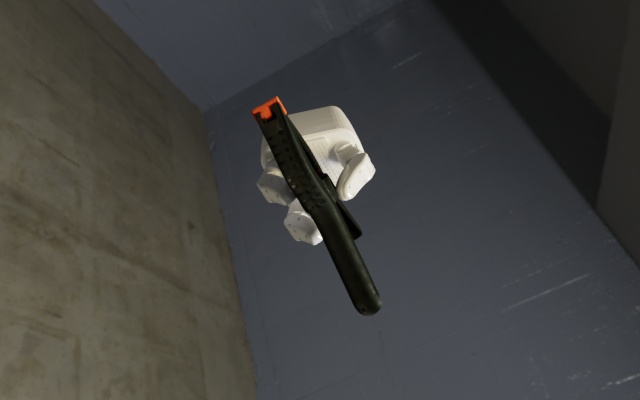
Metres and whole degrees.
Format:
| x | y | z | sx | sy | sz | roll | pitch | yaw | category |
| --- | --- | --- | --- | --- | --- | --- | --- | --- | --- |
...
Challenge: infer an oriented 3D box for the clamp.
| x | y | z | sx | sy | sz | roll | pitch | yaw | category |
| --- | --- | --- | --- | --- | --- | --- | --- | --- | --- |
| 0.001 | 0.001 | 0.461 | 0.036 | 0.210 | 0.164 | -28 | 27 | 7 | clamp |
